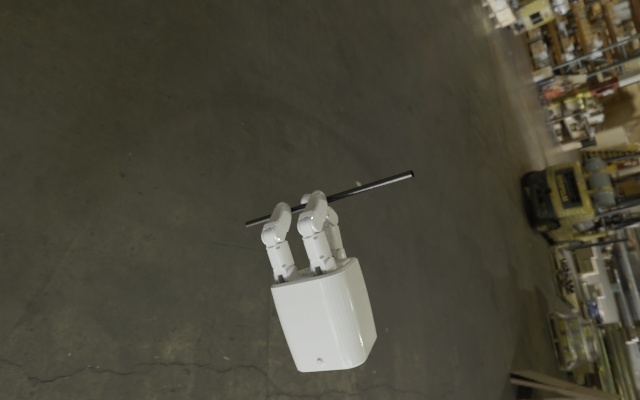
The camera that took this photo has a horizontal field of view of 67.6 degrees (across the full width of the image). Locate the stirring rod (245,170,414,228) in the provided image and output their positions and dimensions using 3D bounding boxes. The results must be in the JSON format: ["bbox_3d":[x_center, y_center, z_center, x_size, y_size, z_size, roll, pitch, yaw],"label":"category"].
[{"bbox_3d":[0.000,0.002,0.568,0.239,0.011,0.011,-17,-10,33],"label":"stirring rod"}]
